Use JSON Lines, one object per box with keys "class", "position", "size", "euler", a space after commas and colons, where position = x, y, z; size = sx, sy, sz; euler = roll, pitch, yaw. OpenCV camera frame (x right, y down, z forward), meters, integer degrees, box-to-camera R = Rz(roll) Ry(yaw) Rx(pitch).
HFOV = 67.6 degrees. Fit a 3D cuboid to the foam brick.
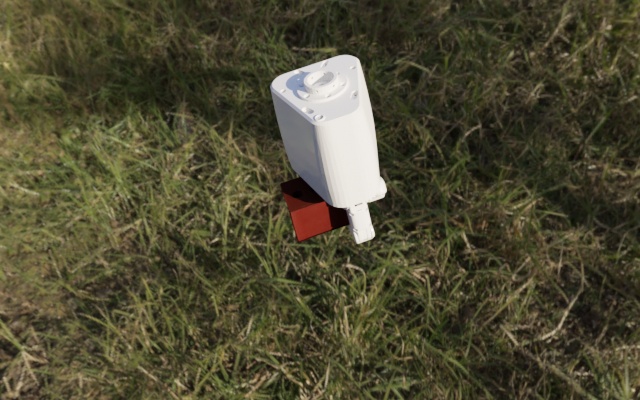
{"class": "foam brick", "position": [0.000, 0.002, 0.542], "size": [0.078, 0.051, 0.053], "euler": [-19, 45, -3]}
